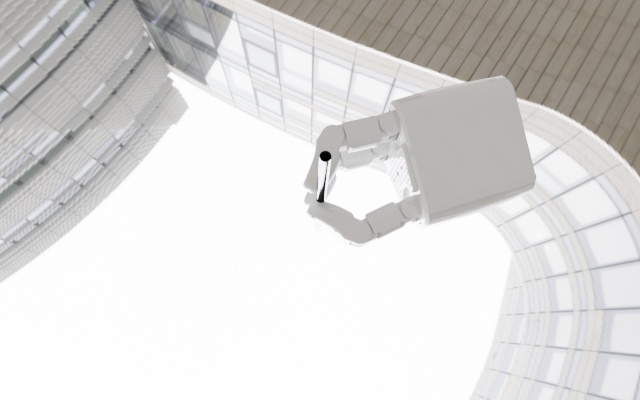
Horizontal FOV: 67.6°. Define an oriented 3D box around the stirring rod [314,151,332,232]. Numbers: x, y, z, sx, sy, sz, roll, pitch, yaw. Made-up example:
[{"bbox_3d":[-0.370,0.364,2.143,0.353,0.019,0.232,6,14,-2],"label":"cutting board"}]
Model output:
[{"bbox_3d":[0.000,0.001,0.427,0.011,0.011,0.239,0,-14,-2],"label":"stirring rod"}]
